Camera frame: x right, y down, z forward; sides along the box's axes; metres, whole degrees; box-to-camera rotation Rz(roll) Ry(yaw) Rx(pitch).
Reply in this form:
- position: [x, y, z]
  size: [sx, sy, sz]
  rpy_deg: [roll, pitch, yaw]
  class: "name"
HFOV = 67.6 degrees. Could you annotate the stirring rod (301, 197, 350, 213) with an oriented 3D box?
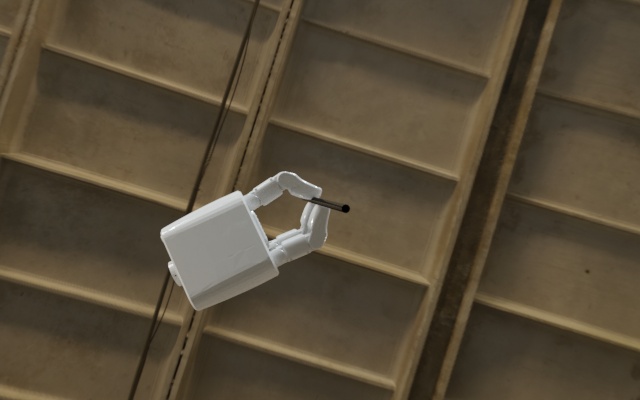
- position: [0.000, 0.002, 0.558]
  size: [0.011, 0.011, 0.239]
  rpy_deg: [0, 3, -11]
  class: "stirring rod"
